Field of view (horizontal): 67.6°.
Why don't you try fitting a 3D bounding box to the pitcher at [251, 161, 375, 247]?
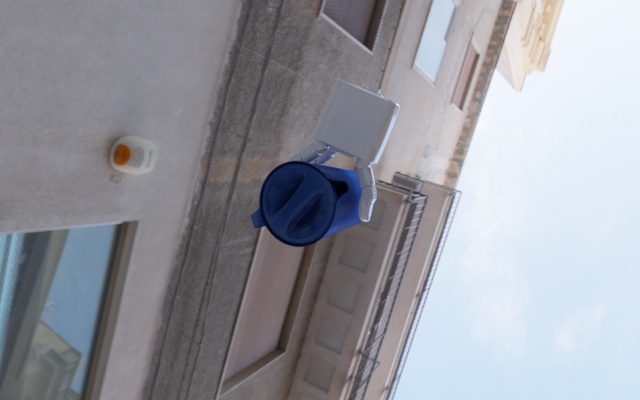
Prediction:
[{"bbox_3d":[0.000,0.003,0.840,0.149,0.145,0.243,27,13,21],"label":"pitcher"}]
